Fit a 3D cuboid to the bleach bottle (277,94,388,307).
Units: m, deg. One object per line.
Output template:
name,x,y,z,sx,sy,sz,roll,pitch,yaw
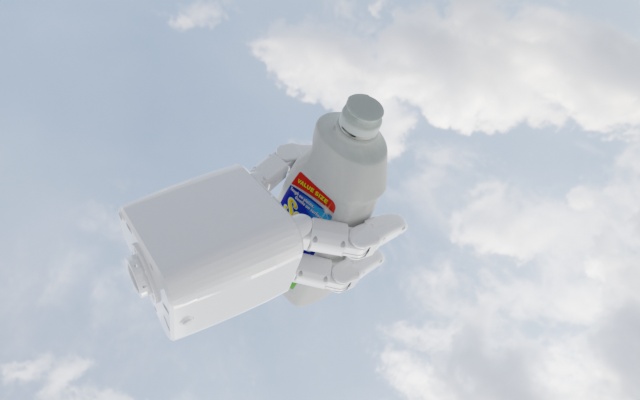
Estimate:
bleach bottle,0.000,0.002,0.440,0.068,0.102,0.251,-21,-28,-28
